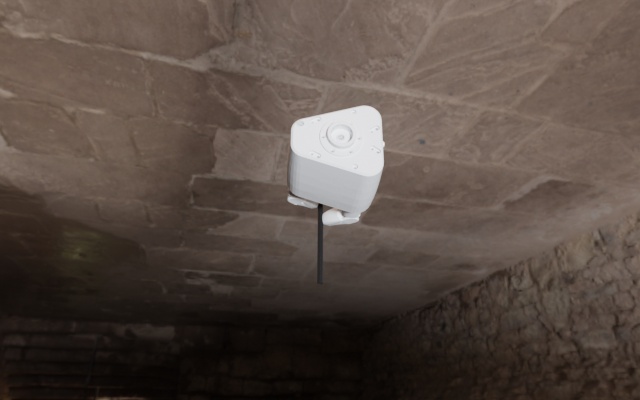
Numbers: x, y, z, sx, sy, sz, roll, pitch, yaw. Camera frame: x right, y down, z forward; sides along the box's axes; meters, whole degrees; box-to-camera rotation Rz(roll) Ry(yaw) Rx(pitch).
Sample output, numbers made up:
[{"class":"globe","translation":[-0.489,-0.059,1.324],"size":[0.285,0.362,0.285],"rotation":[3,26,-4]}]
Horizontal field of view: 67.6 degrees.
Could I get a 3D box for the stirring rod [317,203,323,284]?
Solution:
[{"class":"stirring rod","translation":[0.000,0.002,0.697],"size":[0.011,0.239,0.011],"rotation":[0,-23,0]}]
